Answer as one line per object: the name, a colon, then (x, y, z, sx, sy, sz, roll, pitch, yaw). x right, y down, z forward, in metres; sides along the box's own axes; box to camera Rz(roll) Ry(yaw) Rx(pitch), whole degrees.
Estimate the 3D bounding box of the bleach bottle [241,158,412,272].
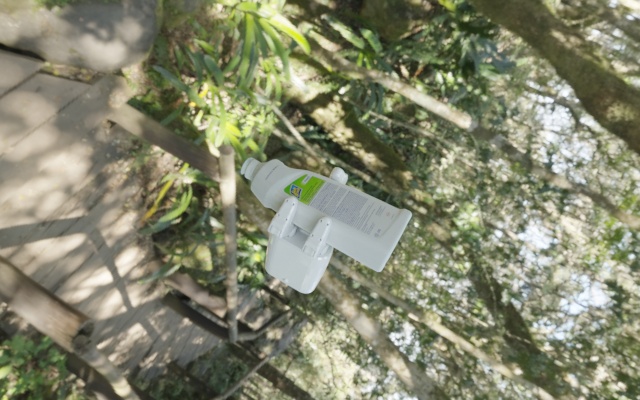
bleach bottle: (0.000, 0.002, 0.703, 0.251, 0.068, 0.102, 29, 47, 10)
